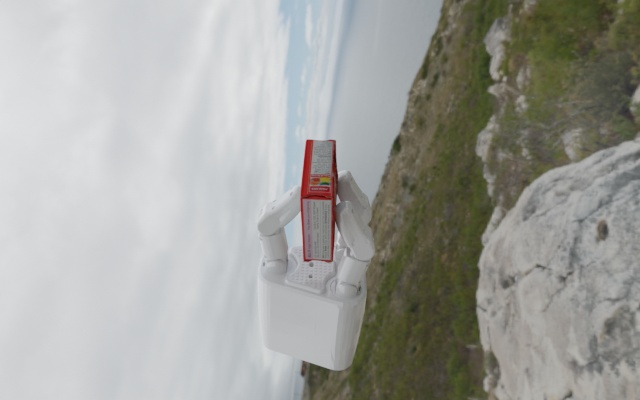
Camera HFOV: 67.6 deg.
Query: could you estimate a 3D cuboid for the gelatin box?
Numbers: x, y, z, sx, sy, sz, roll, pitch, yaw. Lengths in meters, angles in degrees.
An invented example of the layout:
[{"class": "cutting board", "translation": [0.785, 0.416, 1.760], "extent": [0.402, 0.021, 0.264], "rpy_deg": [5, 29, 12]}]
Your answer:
[{"class": "gelatin box", "translation": [0.000, 0.001, 0.430], "extent": [0.030, 0.073, 0.089], "rpy_deg": [1, -44, 3]}]
